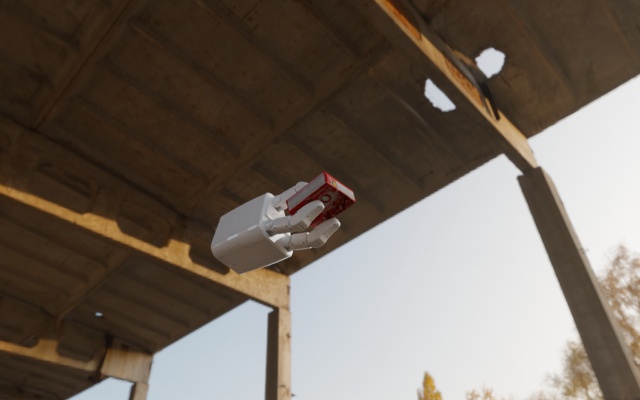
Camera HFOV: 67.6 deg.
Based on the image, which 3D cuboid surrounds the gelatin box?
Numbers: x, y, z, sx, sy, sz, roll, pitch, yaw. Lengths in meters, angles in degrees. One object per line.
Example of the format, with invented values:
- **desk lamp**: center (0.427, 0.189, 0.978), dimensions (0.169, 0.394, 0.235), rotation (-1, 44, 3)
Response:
- **gelatin box**: center (0.000, 0.002, 0.775), dimensions (0.089, 0.030, 0.073), rotation (-37, -48, 24)
